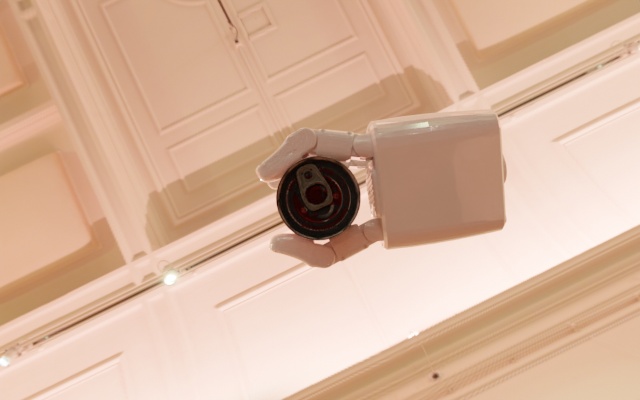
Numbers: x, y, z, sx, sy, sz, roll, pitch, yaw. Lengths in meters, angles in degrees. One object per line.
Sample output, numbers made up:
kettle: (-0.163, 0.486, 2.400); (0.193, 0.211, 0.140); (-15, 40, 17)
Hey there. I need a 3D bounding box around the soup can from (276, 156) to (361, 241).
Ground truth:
soup can: (0.000, 0.002, 0.430); (0.068, 0.068, 0.102); (0, -4, 2)
